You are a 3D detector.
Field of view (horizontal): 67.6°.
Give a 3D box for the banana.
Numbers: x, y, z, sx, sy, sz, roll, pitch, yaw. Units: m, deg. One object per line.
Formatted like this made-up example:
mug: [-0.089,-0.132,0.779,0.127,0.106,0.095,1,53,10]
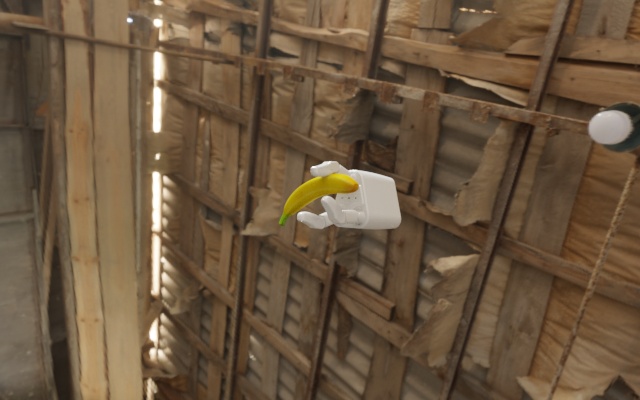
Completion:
banana: [-0.004,-0.013,0.891,0.037,0.069,0.198,20,-36,-41]
